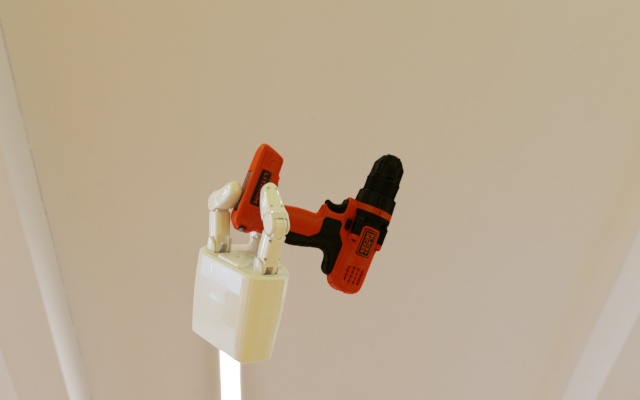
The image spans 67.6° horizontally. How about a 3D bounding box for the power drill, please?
[{"bbox_3d":[0.000,0.002,0.580,0.188,0.184,0.057,23,-8,-15],"label":"power drill"}]
